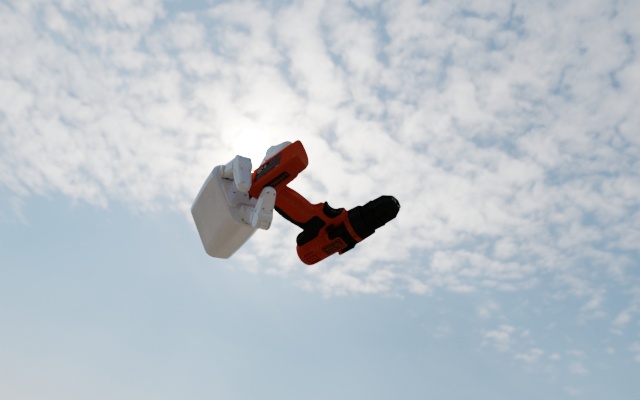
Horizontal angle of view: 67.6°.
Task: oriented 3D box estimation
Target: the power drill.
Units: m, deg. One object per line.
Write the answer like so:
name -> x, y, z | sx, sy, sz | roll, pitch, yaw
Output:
power drill -> 0.000, 0.002, 0.707 | 0.184, 0.188, 0.057 | -32, 27, 21
